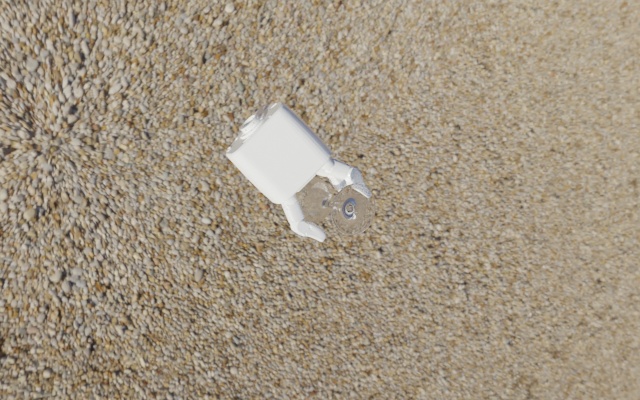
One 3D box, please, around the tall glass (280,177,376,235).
[{"bbox_3d":[0.001,0.003,0.768,0.079,0.079,0.201,0,6,-29],"label":"tall glass"}]
